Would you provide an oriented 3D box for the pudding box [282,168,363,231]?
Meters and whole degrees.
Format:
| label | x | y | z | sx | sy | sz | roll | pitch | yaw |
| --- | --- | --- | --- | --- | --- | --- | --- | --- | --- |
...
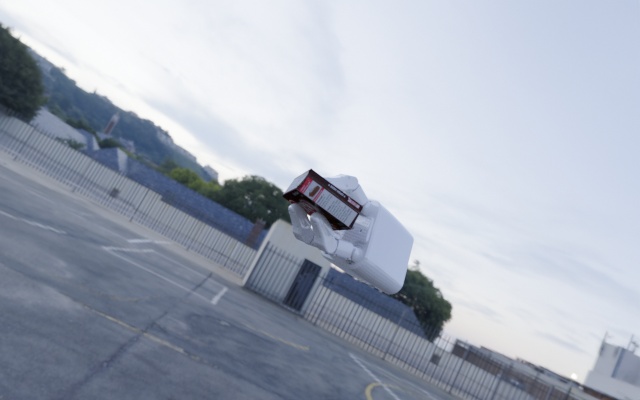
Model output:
| label | x | y | z | sx | sy | sz | roll | pitch | yaw |
| --- | --- | --- | --- | --- | --- | --- | --- | --- | --- |
| pudding box | 0.000 | 0.002 | 0.654 | 0.090 | 0.039 | 0.113 | 35 | -13 | -8 |
